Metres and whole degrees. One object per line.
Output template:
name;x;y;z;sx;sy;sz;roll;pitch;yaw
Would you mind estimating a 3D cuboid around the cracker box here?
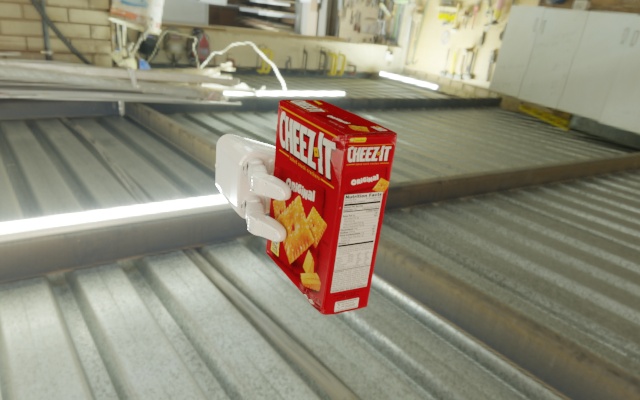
cracker box;0.000;0.002;0.572;0.072;0.214;0.164;-6;25;-29
